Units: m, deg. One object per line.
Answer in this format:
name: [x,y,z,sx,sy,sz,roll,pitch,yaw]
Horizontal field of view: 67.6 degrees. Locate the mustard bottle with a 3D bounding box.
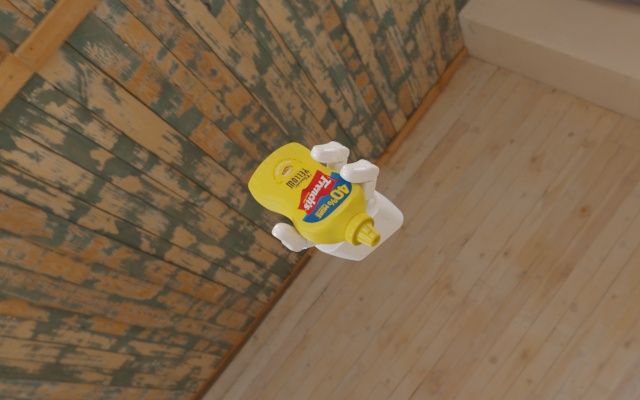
mustard bottle: [0.000,0.002,0.610,0.191,0.096,0.058,35,-20,33]
